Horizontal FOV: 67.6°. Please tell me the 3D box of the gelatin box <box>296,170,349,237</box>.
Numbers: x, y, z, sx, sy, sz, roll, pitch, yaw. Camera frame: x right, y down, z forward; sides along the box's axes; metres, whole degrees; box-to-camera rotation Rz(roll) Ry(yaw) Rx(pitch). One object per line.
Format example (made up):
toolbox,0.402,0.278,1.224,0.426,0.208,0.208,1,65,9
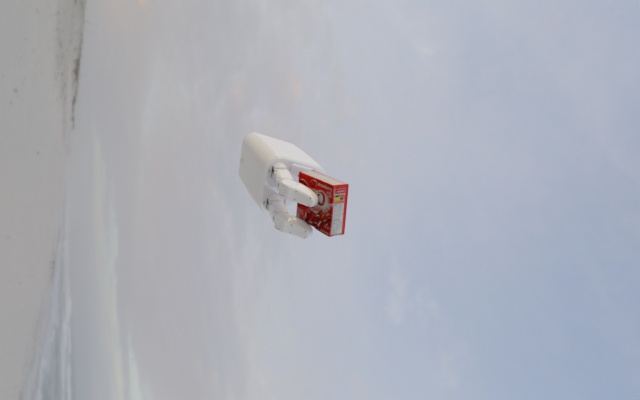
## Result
gelatin box,0.001,0.002,0.673,0.030,0.073,0.089,-7,20,-35
